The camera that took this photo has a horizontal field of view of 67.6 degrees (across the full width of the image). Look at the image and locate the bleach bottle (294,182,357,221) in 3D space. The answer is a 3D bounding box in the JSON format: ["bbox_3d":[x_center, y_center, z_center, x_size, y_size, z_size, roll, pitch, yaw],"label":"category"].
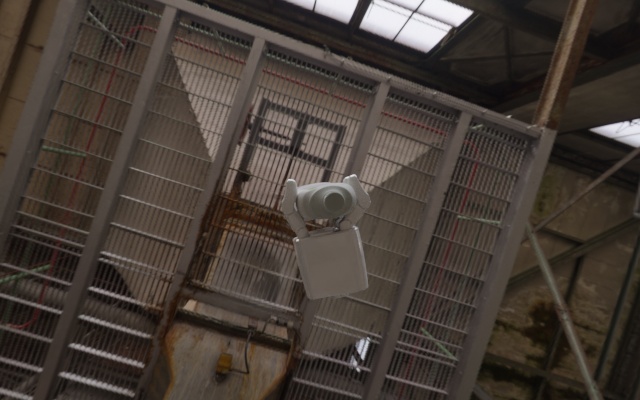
[{"bbox_3d":[0.000,0.003,0.809,0.102,0.068,0.251,-13,2,-5],"label":"bleach bottle"}]
